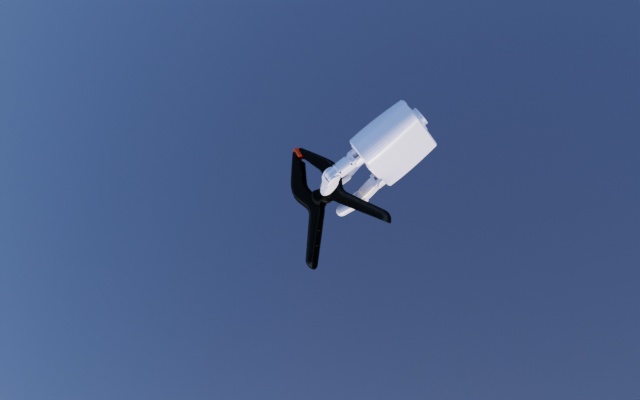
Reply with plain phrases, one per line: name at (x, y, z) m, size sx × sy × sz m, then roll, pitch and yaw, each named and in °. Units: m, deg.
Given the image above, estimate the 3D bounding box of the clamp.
clamp at (0.000, 0.002, 0.824) m, size 0.164 × 0.210 × 0.036 m, roll -39°, pitch -21°, yaw 11°
